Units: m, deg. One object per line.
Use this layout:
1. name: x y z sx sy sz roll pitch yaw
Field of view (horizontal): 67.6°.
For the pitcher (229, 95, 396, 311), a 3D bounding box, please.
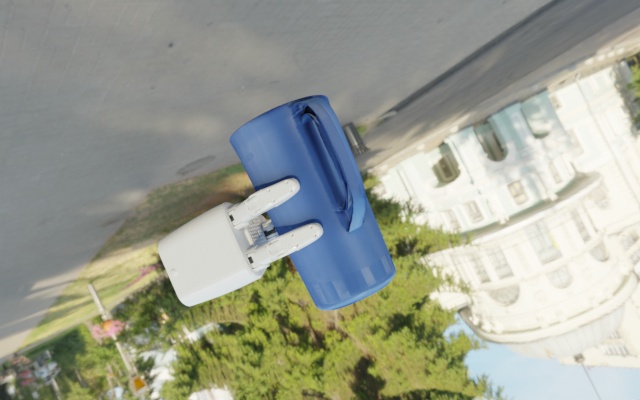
1. pitcher: 0.000 0.002 0.577 0.145 0.243 0.149 -26 -2 16
